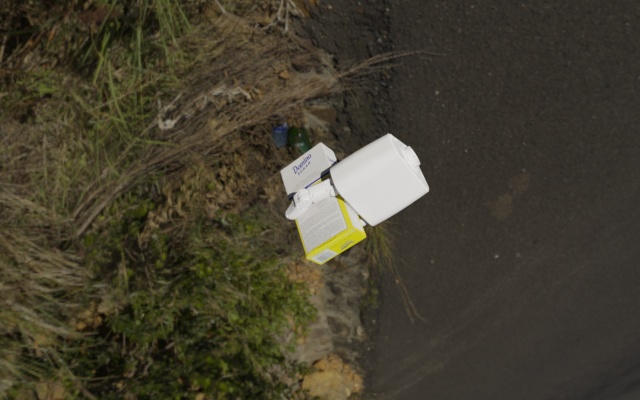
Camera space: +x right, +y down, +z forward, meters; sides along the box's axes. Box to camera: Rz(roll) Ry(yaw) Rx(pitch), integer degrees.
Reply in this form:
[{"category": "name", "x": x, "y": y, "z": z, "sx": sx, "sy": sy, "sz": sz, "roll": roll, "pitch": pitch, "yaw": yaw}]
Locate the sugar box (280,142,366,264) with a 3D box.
[{"category": "sugar box", "x": 0.001, "y": 0.003, "z": 0.763, "sx": 0.093, "sy": 0.176, "sz": 0.048, "roll": -33, "pitch": -38, "yaw": 22}]
